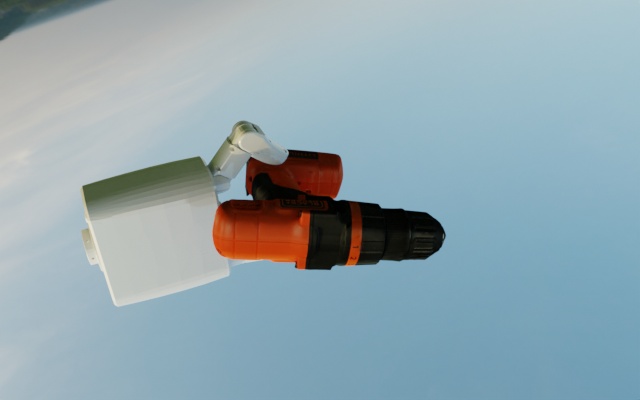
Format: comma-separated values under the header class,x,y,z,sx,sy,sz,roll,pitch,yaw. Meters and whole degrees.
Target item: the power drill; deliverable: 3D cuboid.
class,x,y,z,sx,sy,sz,roll,pitch,yaw
power drill,0.000,0.001,0.440,0.184,0.057,0.187,4,18,-10
